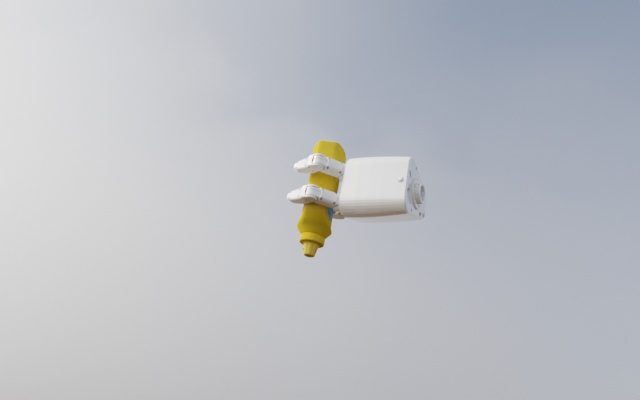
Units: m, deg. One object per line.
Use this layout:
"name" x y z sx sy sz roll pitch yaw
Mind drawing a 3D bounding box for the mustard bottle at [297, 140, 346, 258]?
"mustard bottle" 0.000 0.002 0.799 0.058 0.191 0.096 9 -23 6
